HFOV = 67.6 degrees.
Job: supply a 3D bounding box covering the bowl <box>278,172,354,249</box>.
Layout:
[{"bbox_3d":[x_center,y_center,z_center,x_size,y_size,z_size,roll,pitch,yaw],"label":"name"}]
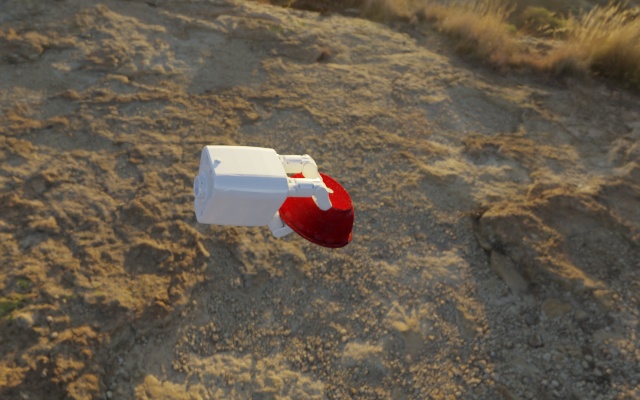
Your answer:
[{"bbox_3d":[0.001,0.002,0.801,0.162,0.055,0.162,28,30,-17],"label":"bowl"}]
